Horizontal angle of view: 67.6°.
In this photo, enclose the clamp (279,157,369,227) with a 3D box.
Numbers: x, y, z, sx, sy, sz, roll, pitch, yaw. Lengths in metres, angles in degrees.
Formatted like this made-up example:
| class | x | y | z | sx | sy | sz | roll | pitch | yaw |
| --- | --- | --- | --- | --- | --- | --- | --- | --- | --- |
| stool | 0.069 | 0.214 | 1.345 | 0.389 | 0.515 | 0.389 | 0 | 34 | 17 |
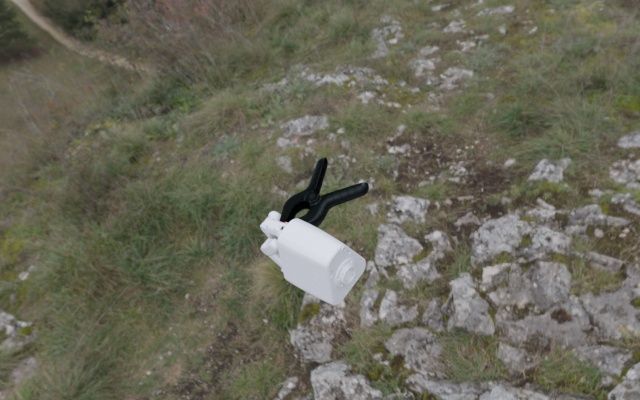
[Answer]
| class | x | y | z | sx | sy | sz | roll | pitch | yaw |
| --- | --- | --- | --- | --- | --- | --- | --- | --- | --- |
| clamp | 0.000 | 0.002 | 0.832 | 0.120 | 0.171 | 0.039 | 23 | -25 | 37 |
